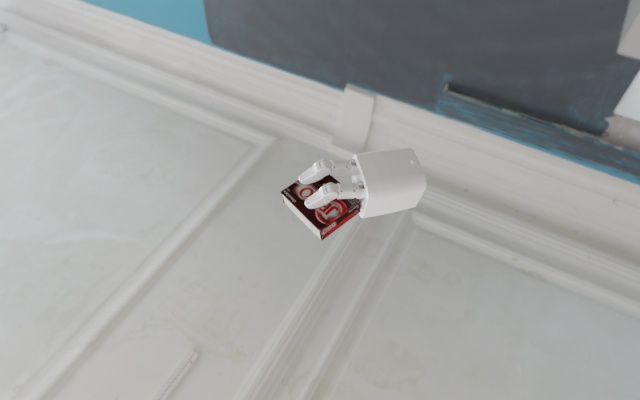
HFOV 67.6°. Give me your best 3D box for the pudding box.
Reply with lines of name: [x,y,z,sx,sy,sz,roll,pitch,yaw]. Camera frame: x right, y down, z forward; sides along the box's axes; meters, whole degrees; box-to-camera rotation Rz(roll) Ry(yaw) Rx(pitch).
pudding box: [0.000,0.003,0.825,0.090,0.039,0.113,-35,55,-20]
